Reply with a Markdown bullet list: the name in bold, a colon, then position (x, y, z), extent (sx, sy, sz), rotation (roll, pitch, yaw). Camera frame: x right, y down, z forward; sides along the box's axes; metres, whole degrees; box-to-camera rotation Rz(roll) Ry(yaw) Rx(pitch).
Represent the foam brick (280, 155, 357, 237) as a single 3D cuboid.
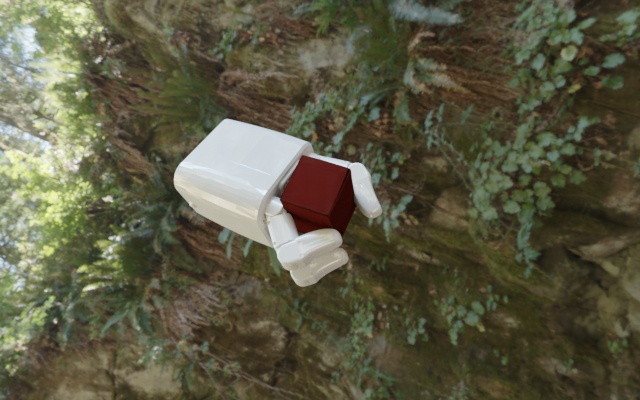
- **foam brick**: position (0.000, 0.001, 0.465), extent (0.051, 0.053, 0.078), rotation (19, -22, 17)
